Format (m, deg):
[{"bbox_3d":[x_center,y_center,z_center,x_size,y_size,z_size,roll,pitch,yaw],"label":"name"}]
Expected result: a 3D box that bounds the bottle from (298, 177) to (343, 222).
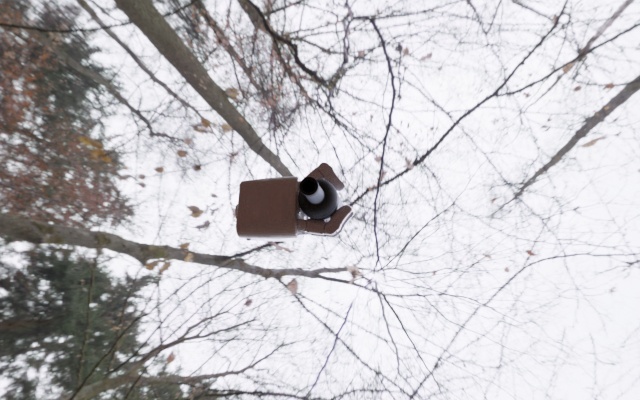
[{"bbox_3d":[0.000,0.003,0.824,0.069,0.069,0.296,0,-9,7],"label":"bottle"}]
